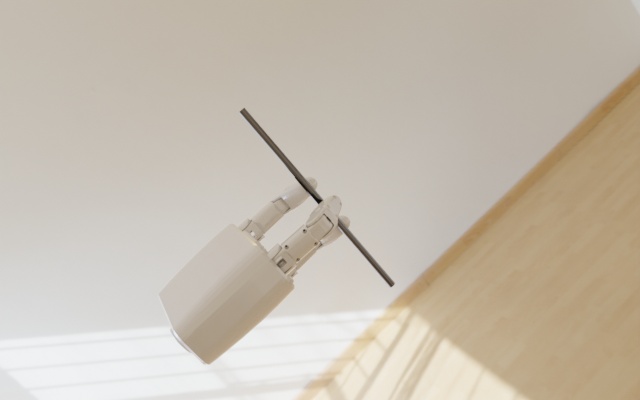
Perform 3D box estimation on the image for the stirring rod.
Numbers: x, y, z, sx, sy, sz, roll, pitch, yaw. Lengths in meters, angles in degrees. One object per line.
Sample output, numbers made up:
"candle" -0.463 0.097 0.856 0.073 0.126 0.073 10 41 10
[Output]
"stirring rod" 0.000 0.002 0.488 0.011 0.239 0.011 -39 12 10
